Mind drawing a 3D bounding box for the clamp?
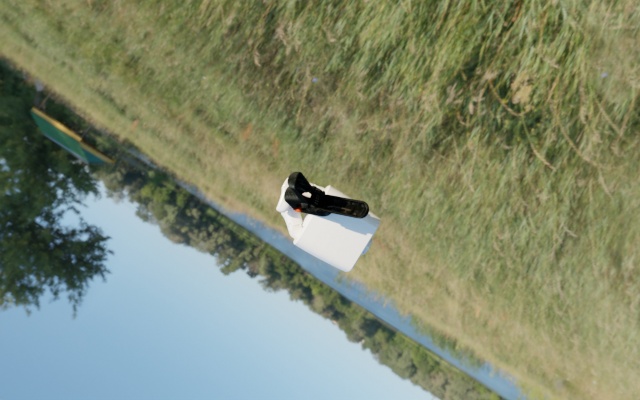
[{"bbox_3d":[0.000,0.003,0.707,0.120,0.039,0.171,28,-9,-6],"label":"clamp"}]
